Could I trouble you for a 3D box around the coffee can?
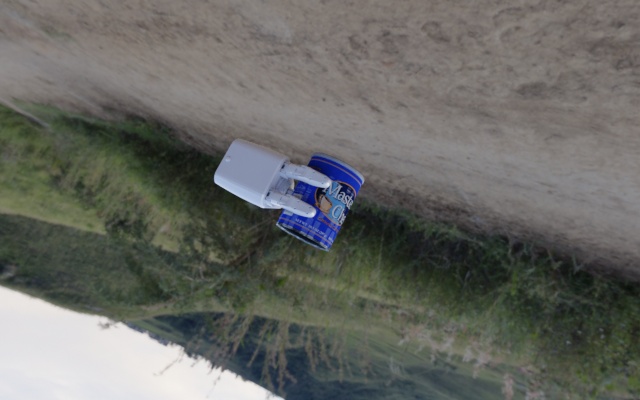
[{"bbox_3d":[0.000,0.003,0.829,0.103,0.140,0.103,26,-10,5],"label":"coffee can"}]
